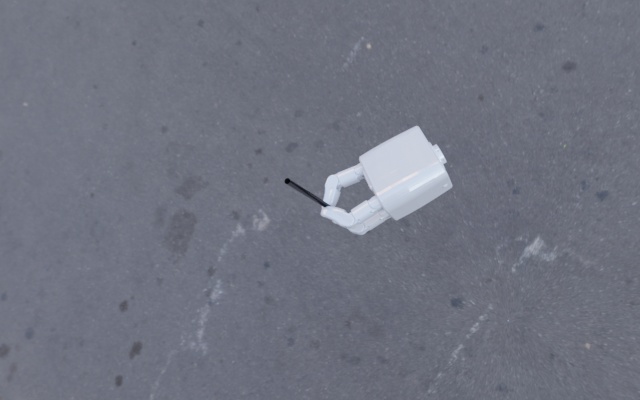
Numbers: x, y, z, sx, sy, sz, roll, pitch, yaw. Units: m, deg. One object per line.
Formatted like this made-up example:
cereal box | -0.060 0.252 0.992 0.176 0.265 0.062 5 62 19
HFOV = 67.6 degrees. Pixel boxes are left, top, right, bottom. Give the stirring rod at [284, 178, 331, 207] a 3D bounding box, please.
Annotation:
stirring rod | 0.000 0.002 0.724 0.011 0.011 0.239 0 -13 21
